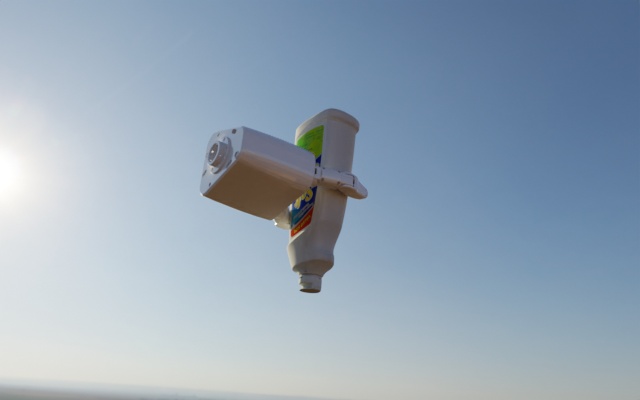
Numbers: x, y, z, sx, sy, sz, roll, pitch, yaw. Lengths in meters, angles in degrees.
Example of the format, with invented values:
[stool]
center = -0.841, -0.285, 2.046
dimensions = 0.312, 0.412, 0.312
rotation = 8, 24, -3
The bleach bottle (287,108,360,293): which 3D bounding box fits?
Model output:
[bleach bottle]
center = 0.000, 0.002, 0.672
dimensions = 0.068, 0.250, 0.102
rotation = 21, -27, -35
